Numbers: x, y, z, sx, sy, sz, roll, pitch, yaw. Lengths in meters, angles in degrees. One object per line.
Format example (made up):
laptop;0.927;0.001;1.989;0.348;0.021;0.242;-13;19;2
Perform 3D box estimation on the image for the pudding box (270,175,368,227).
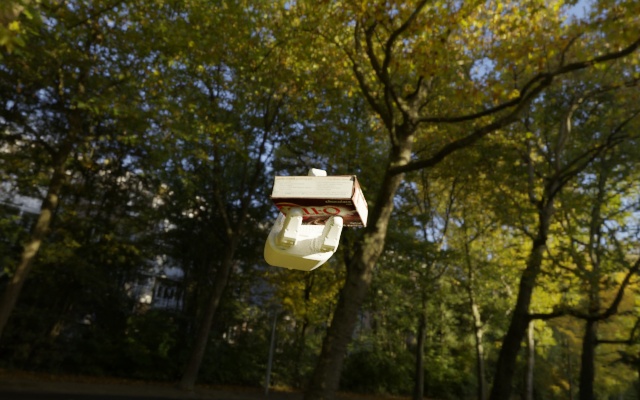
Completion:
pudding box;0.000;0.002;0.639;0.113;0.039;0.090;-1;-25;16
